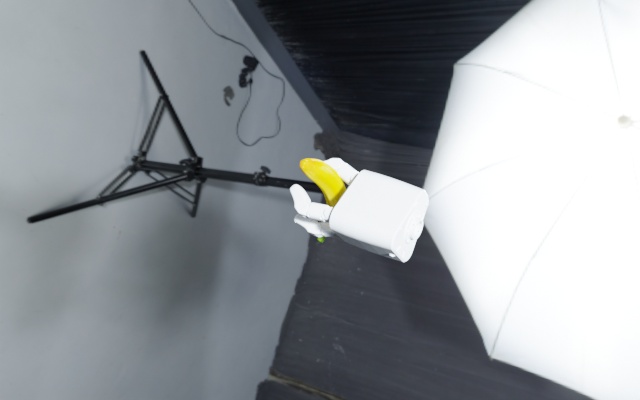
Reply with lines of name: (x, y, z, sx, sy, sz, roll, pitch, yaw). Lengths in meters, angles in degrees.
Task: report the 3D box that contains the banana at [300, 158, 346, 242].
banana: (0.013, -0.006, 0.784, 0.037, 0.198, 0.069, 31, 61, 34)
